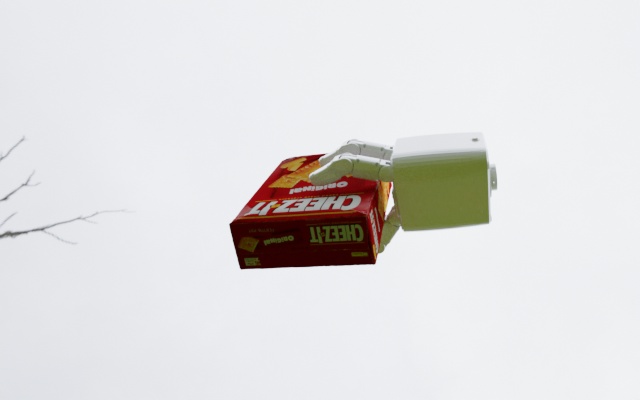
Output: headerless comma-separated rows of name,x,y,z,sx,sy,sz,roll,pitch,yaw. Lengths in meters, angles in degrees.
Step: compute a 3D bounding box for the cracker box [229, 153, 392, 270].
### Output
cracker box,0.000,0.002,0.618,0.164,0.072,0.213,-5,23,16
